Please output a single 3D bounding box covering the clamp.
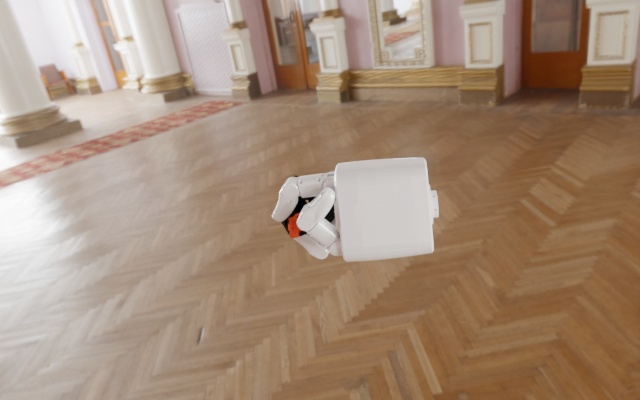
[{"bbox_3d":[0.000,0.002,0.663,0.120,0.039,0.171,-6,24,10],"label":"clamp"}]
